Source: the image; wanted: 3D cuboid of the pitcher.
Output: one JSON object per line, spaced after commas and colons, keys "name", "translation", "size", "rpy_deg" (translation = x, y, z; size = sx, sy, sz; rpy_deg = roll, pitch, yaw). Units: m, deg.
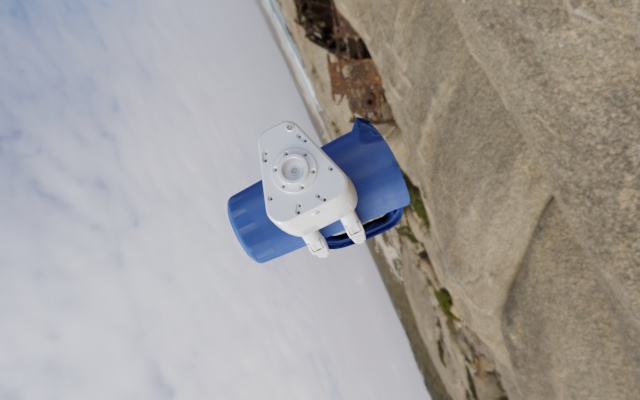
{"name": "pitcher", "translation": [0.000, 0.002, 0.691], "size": [0.243, 0.149, 0.145], "rpy_deg": [-26, -10, 3]}
